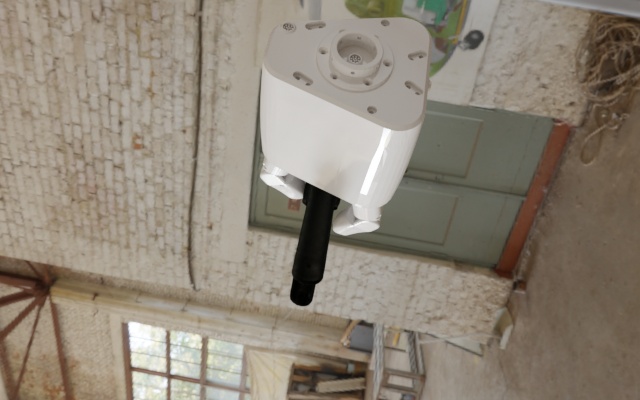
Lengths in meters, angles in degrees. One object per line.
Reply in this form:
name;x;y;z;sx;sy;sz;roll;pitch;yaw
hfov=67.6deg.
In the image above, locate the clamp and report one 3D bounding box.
clamp;-0.001;0.001;0.471;0.036;0.210;0.165;12;-26;-1
